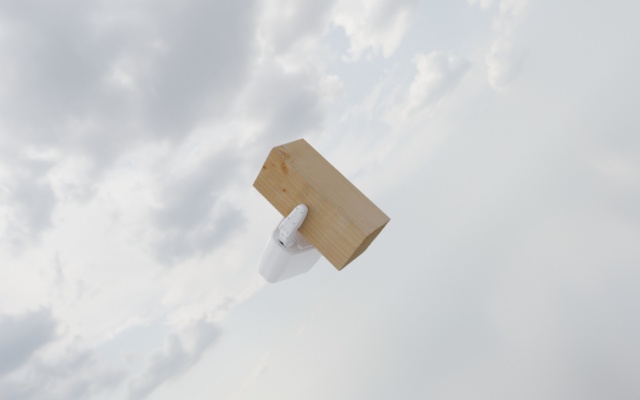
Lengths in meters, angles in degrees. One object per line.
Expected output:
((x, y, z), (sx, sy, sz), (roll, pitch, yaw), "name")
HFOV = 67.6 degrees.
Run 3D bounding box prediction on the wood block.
((0.000, 0.003, 0.787), (0.206, 0.090, 0.091), (43, 35, 14), "wood block")
